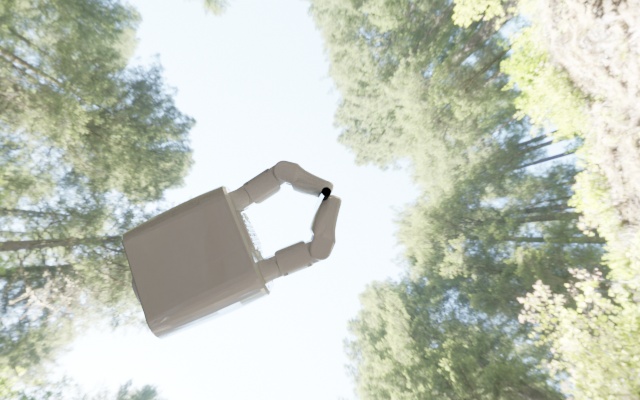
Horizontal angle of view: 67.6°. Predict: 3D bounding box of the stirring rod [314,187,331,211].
[{"bbox_3d":[0.000,0.002,0.504,0.011,0.011,0.239,0,-4,-2],"label":"stirring rod"}]
